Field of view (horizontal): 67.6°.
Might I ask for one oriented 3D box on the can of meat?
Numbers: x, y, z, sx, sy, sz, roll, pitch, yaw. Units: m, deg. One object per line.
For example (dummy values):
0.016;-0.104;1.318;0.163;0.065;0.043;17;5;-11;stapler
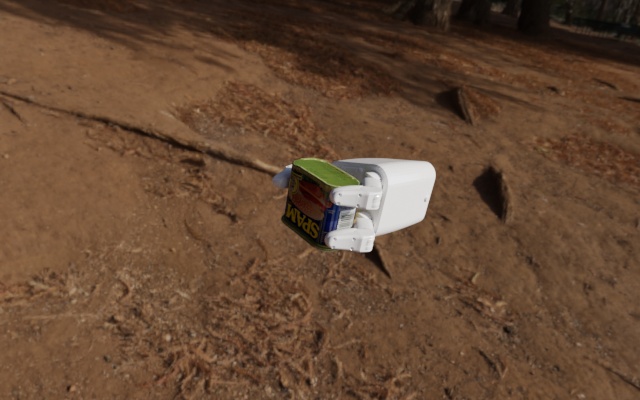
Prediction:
0.000;0.002;0.598;0.057;0.084;0.102;-8;29;-37;can of meat
